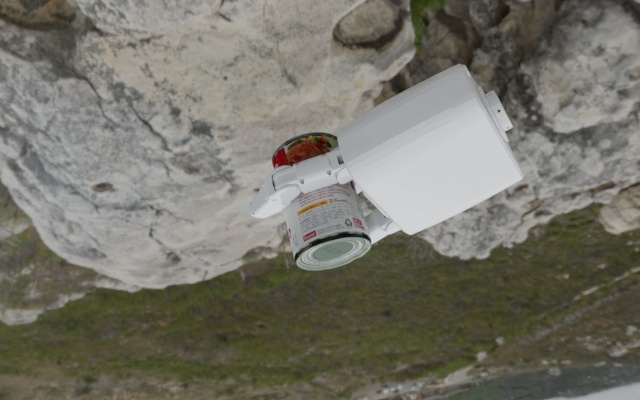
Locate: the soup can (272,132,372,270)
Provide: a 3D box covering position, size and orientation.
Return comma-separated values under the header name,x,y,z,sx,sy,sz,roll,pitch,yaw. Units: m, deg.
name,x,y,z,sx,sy,sz,roll,pitch,yaw
soup can,0.000,0.002,0.418,0.068,0.102,0.068,-12,-27,-6
